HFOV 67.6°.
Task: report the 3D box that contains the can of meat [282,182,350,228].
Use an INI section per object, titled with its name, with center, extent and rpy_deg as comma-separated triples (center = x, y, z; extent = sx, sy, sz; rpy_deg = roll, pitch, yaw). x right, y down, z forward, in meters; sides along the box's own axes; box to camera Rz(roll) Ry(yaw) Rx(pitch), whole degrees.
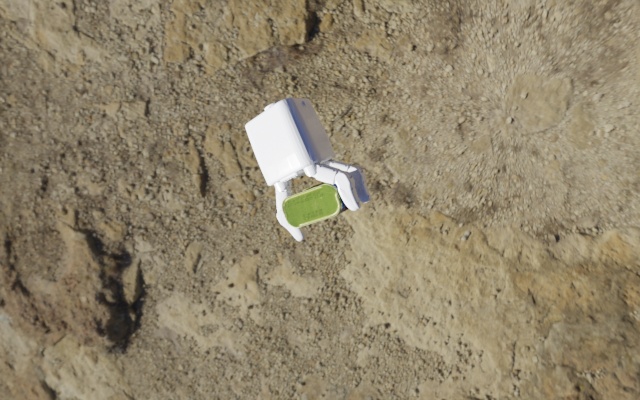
[can of meat]
center = 0.000, 0.003, 0.752
extent = 0.102, 0.057, 0.084
rpy_deg = -19, 1, 24
